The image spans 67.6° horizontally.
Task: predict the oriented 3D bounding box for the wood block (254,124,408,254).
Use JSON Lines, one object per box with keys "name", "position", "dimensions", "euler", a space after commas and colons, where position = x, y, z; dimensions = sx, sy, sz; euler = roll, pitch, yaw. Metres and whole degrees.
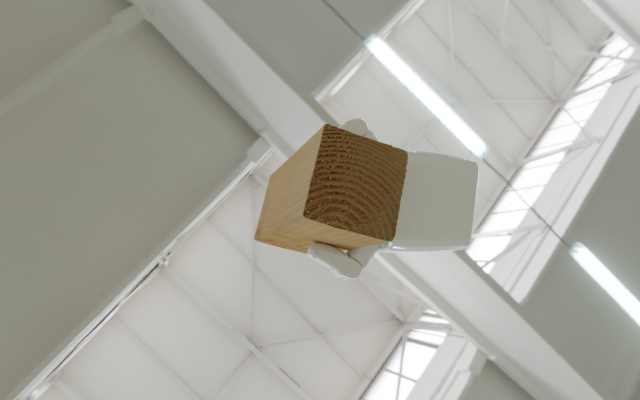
{"name": "wood block", "position": [0.000, 0.002, 0.520], "dimensions": [0.090, 0.090, 0.206], "euler": [16, -15, -16]}
